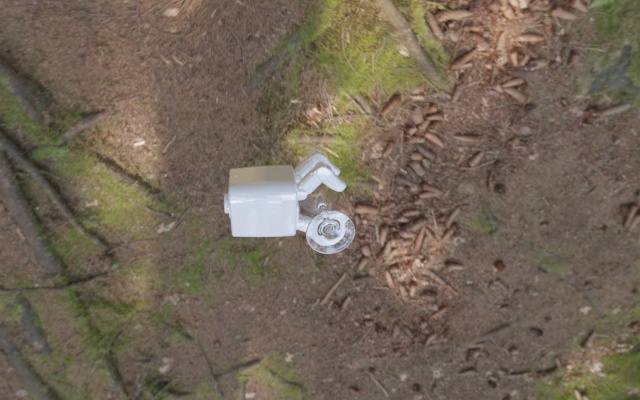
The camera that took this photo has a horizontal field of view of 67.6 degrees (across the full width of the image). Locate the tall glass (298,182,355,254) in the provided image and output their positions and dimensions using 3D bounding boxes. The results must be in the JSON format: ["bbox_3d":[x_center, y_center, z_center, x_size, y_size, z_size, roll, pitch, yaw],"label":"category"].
[{"bbox_3d":[0.000,0.003,0.795,0.079,0.079,0.201,0,27,-9],"label":"tall glass"}]
